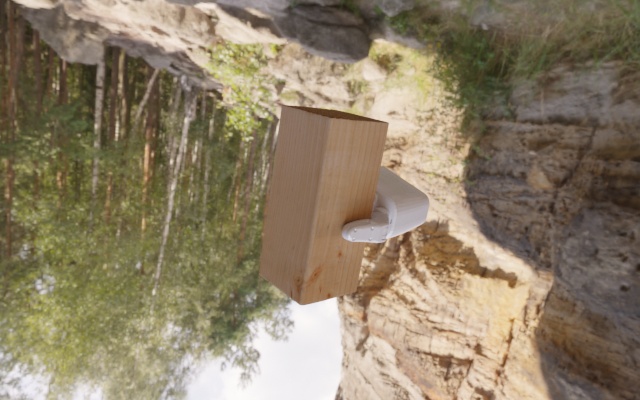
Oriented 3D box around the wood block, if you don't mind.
[{"bbox_3d":[0.001,0.002,0.552,0.090,0.206,0.091,-4,19,-41],"label":"wood block"}]
